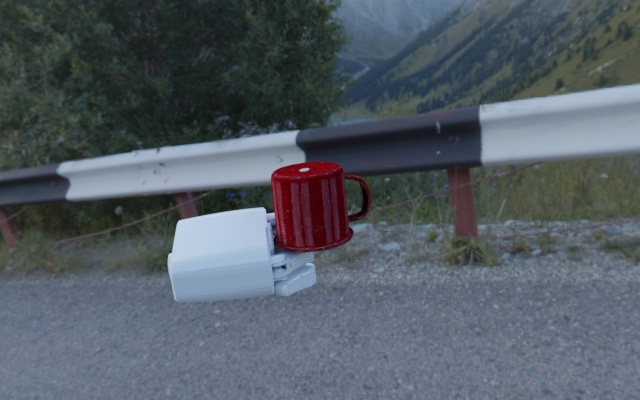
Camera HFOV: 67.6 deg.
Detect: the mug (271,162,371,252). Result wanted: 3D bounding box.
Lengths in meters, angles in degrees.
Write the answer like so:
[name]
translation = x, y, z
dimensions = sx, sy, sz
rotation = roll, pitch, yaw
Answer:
[mug]
translation = 0.001, 0.001, 0.539
dimensions = 0.117, 0.081, 0.093
rotation = -8, 16, -8
